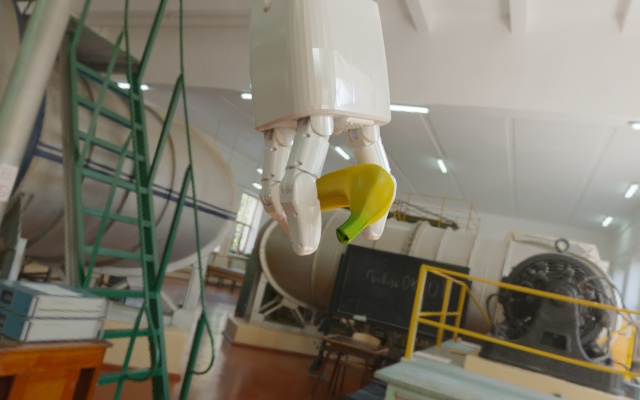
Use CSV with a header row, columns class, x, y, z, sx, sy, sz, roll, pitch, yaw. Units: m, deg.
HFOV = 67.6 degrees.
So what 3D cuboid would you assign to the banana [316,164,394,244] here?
class,x,y,z,sx,sy,sz,roll,pitch,yaw
banana,0.018,-0.006,0.405,0.069,0.037,0.198,-24,8,-10
